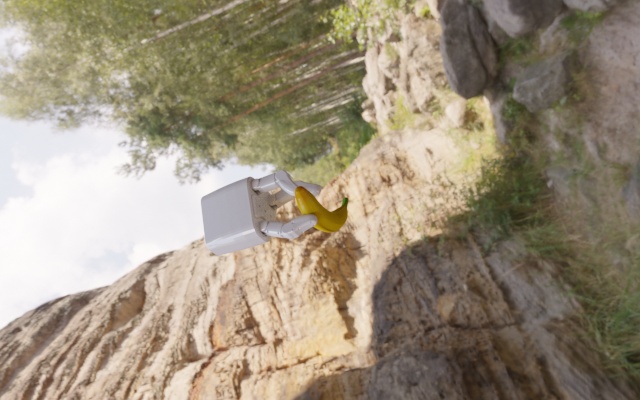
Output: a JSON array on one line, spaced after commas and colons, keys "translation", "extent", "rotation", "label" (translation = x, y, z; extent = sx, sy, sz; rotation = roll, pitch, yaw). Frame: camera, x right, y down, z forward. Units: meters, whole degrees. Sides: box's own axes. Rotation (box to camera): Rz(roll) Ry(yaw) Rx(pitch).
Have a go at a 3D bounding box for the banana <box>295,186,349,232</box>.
[{"translation": [0.005, 0.021, 0.835], "extent": [0.037, 0.069, 0.198], "rotation": [-16, -12, 22], "label": "banana"}]
